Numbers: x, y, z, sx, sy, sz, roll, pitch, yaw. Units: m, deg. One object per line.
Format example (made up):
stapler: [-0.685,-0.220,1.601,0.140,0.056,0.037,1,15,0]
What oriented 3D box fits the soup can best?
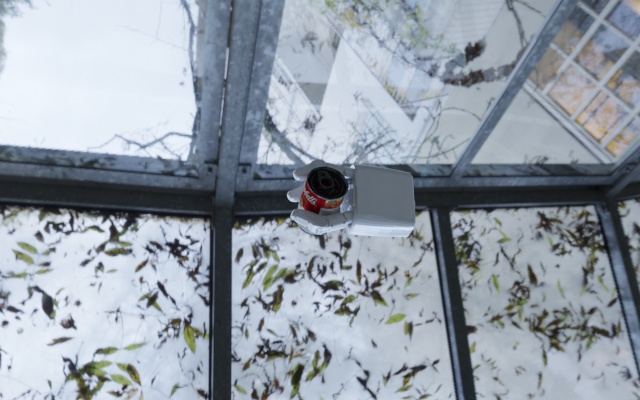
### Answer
soup can: [0.000,0.003,0.788,0.068,0.068,0.102,0,-38,-17]
